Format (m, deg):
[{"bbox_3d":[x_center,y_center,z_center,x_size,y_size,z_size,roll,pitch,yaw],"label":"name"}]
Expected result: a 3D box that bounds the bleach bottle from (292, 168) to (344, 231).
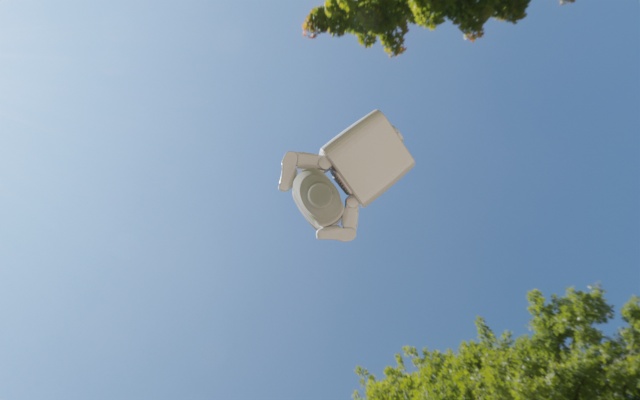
[{"bbox_3d":[0.000,0.002,0.732,0.068,0.102,0.251,-37,1,-3],"label":"bleach bottle"}]
